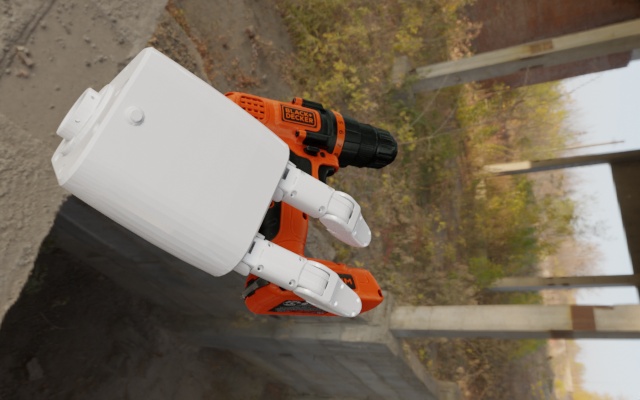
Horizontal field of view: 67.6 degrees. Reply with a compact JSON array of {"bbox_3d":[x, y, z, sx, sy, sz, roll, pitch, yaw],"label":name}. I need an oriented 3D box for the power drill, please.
[{"bbox_3d":[0.000,0.002,0.409,0.184,0.187,0.057,7,-30,-27],"label":"power drill"}]
